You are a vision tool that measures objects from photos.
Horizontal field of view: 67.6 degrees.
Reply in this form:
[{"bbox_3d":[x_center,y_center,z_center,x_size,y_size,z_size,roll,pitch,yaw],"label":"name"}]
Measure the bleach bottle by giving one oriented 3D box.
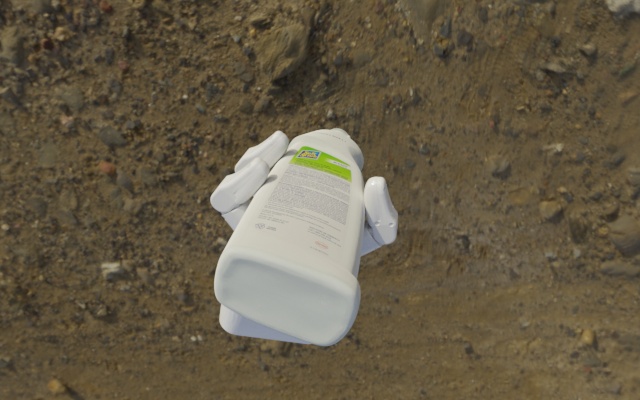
[{"bbox_3d":[0.000,0.001,0.418,0.102,0.068,0.250,21,34,1],"label":"bleach bottle"}]
